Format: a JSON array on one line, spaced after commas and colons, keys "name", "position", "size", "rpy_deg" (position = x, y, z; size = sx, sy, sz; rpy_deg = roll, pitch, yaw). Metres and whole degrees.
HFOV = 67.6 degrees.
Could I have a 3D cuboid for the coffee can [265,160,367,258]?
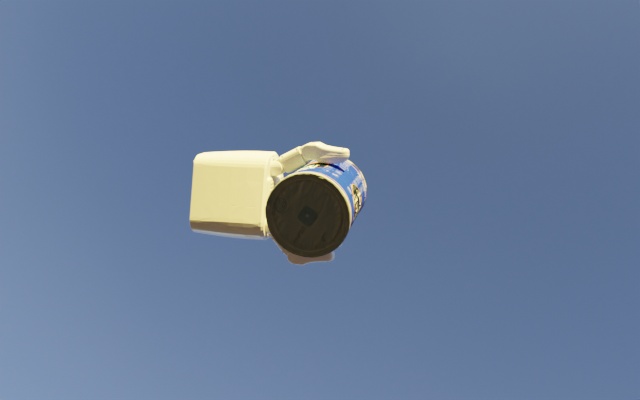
[{"name": "coffee can", "position": [0.000, 0.002, 0.618], "size": [0.103, 0.103, 0.140], "rpy_deg": [0, 13, 14]}]
